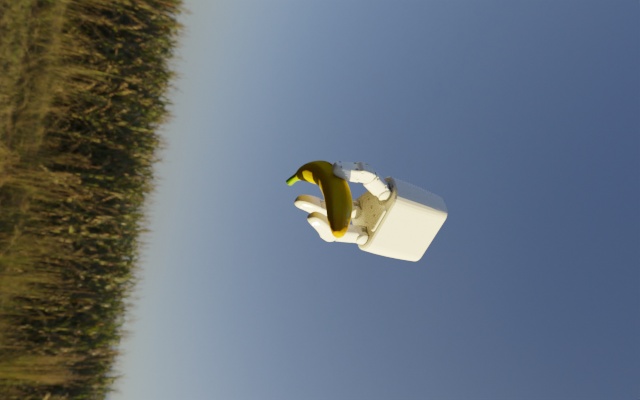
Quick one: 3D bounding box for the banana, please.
[{"bbox_3d":[0.008,-0.015,0.682,0.037,0.069,0.197,24,12,-29],"label":"banana"}]
